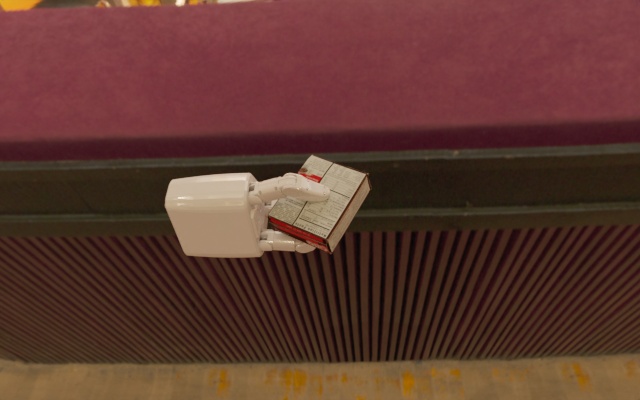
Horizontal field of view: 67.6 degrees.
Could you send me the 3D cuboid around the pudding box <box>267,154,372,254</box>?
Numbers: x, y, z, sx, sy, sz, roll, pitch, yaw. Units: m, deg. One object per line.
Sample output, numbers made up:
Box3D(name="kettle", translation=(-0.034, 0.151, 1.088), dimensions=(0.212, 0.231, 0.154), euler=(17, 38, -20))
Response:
Box3D(name="pudding box", translation=(0.000, 0.002, 0.610), dimensions=(0.090, 0.113, 0.039), euler=(22, -26, 24))
